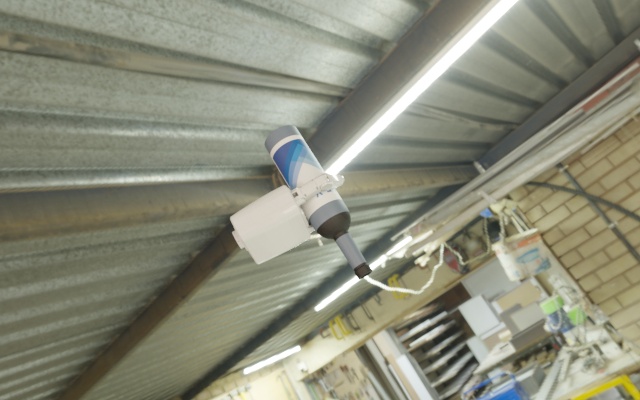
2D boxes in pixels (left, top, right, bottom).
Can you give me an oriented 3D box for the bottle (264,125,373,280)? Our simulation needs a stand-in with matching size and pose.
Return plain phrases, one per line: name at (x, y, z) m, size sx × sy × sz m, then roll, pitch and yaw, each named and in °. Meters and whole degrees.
bottle at (0.000, 0.002, 0.818) m, size 0.069 × 0.295 × 0.069 m, roll -28°, pitch -20°, yaw -11°
